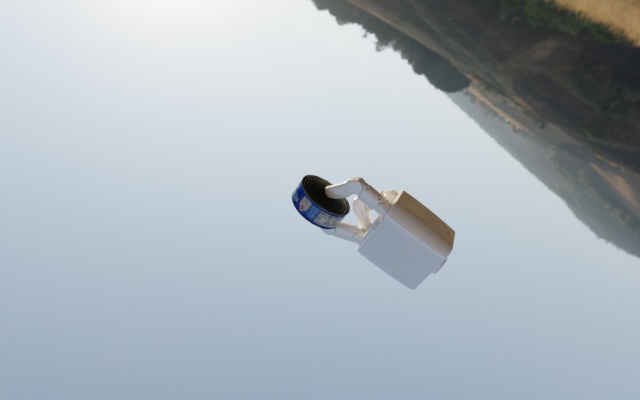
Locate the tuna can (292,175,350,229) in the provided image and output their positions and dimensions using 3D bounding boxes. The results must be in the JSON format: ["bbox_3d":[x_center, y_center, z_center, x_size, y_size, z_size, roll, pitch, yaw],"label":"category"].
[{"bbox_3d":[0.000,0.003,0.713,0.086,0.034,0.086,29,28,-17],"label":"tuna can"}]
